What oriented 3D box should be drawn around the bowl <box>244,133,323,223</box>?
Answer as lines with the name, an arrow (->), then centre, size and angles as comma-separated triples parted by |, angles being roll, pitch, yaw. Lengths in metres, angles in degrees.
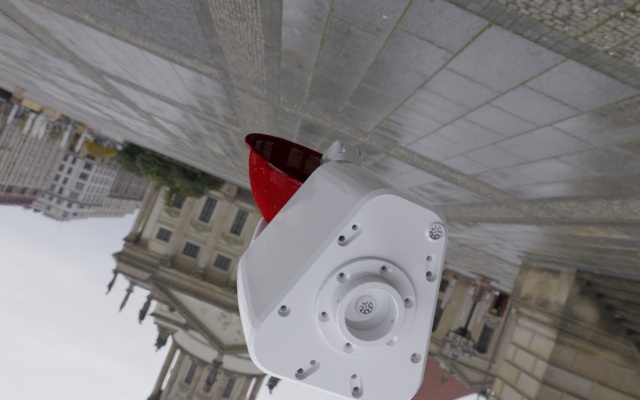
bowl -> 0.000, 0.001, 0.414 | 0.162, 0.055, 0.162 | 25, 14, -7
